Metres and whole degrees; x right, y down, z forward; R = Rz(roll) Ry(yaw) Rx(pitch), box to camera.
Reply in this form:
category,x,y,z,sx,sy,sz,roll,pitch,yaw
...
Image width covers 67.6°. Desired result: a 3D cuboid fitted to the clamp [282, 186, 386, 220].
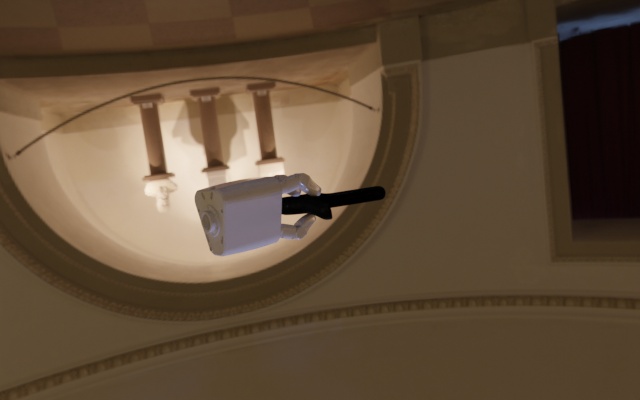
category,x,y,z,sx,sy,sz,roll,pitch,yaw
clamp,0.000,0.004,0.854,0.164,0.036,0.210,-15,10,-41
